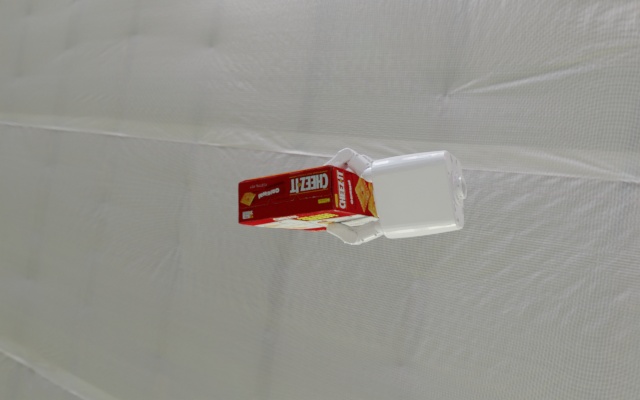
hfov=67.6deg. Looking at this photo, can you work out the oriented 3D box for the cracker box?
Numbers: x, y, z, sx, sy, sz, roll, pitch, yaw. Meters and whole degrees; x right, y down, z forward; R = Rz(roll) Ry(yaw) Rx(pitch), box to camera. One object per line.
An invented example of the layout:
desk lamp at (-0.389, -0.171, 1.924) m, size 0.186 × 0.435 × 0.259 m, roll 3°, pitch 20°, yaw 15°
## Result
cracker box at (0.000, 0.003, 0.752) m, size 0.164 × 0.072 × 0.214 m, roll -9°, pitch -11°, yaw 29°
